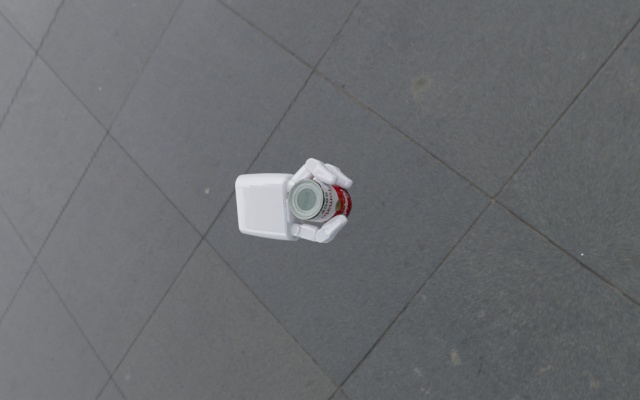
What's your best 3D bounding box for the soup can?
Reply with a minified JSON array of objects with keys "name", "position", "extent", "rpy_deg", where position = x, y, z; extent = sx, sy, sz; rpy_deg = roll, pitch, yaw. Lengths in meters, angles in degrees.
[{"name":"soup can","position":[0.000,0.003,0.785],"extent":[0.068,0.068,0.102],"rpy_deg":[0,-6,29]}]
